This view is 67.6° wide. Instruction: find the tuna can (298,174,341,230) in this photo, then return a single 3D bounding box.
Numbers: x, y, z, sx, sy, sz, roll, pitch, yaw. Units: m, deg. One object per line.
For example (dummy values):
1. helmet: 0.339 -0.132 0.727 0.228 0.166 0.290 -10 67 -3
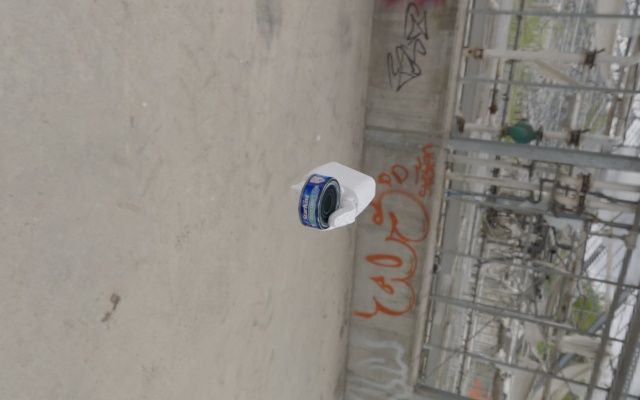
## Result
1. tuna can: 0.001 0.003 0.751 0.034 0.086 0.086 12 5 24
